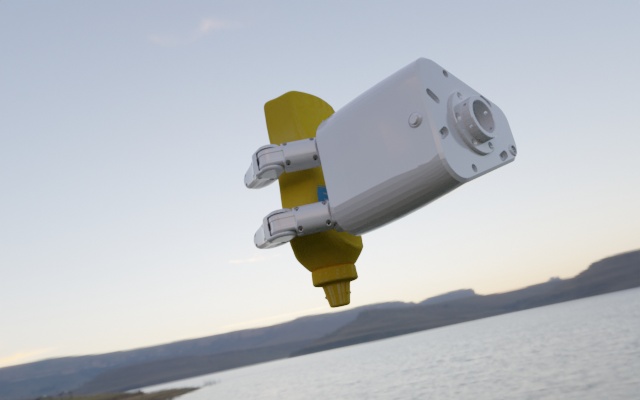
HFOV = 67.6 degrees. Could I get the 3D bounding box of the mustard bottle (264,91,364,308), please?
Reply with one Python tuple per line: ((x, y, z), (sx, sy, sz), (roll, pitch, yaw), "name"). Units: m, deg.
((0.000, 0.001, 0.440), (0.058, 0.191, 0.096), (-19, -18, 23), "mustard bottle")
